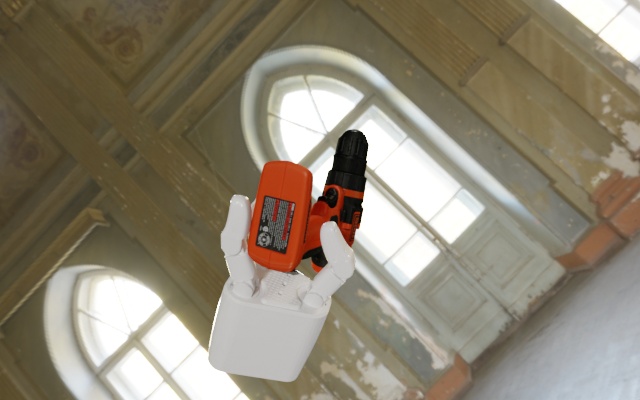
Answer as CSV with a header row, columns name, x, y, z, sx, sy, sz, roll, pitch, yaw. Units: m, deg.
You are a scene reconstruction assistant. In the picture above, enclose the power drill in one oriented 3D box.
name,x,y,z,sx,sy,sz,roll,pitch,yaw
power drill,0.000,0.002,0.528,0.057,0.184,0.187,11,3,25
